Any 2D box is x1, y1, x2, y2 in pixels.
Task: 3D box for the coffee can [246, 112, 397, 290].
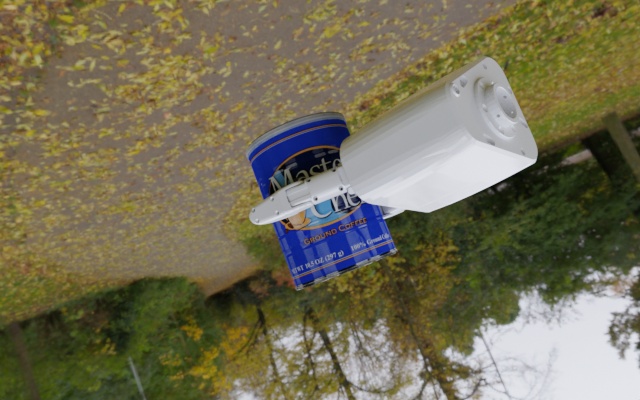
[{"bbox_3d":[0.000,0.001,0.457,0.103,0.140,0.103,-21,-7,-3],"label":"coffee can"}]
